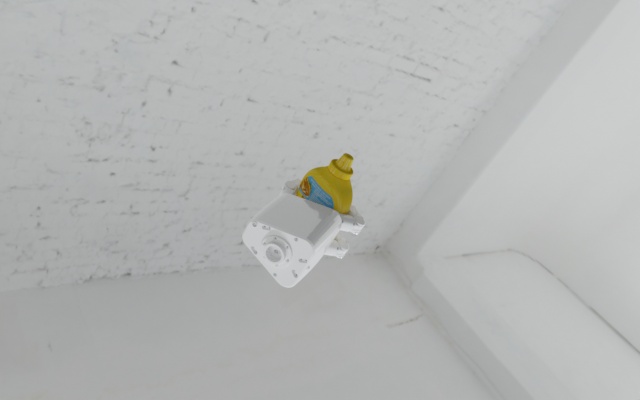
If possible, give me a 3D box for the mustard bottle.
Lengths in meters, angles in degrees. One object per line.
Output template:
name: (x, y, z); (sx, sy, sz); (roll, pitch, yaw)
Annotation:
mustard bottle: (0.000, 0.003, 0.789); (0.058, 0.192, 0.096); (-6, 46, -48)
